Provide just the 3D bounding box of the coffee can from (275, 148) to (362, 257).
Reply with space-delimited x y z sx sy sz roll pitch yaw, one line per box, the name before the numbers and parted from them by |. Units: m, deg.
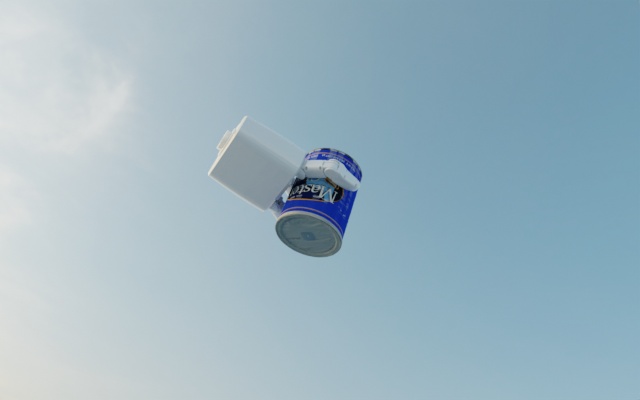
coffee can | 0.000 0.003 0.744 0.103 0.140 0.103 12 -39 10
